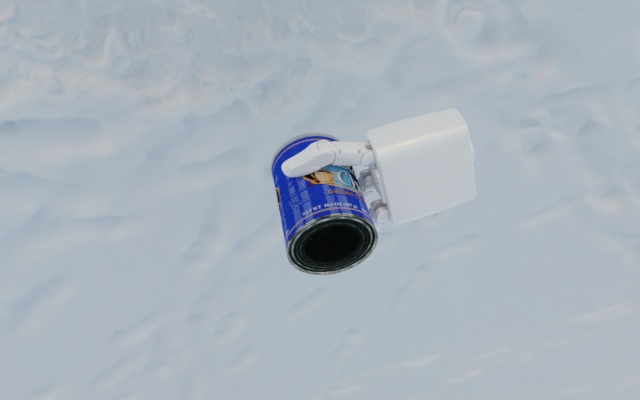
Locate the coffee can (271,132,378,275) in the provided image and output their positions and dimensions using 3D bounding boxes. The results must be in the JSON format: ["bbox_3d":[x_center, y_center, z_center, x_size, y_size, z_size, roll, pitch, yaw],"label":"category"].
[{"bbox_3d":[0.000,0.002,0.568,0.103,0.140,0.103,-8,-43,-8],"label":"coffee can"}]
